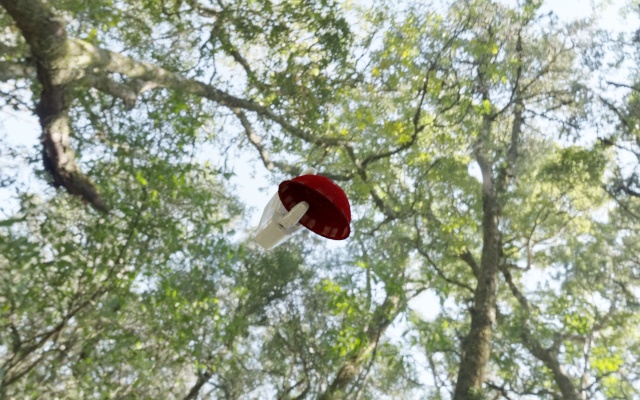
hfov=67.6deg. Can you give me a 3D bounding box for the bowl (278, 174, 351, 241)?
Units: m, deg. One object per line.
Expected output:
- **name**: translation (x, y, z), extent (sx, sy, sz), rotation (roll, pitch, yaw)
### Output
- **bowl**: translation (0.001, 0.002, 0.894), extent (0.162, 0.055, 0.162), rotation (29, -28, 17)
